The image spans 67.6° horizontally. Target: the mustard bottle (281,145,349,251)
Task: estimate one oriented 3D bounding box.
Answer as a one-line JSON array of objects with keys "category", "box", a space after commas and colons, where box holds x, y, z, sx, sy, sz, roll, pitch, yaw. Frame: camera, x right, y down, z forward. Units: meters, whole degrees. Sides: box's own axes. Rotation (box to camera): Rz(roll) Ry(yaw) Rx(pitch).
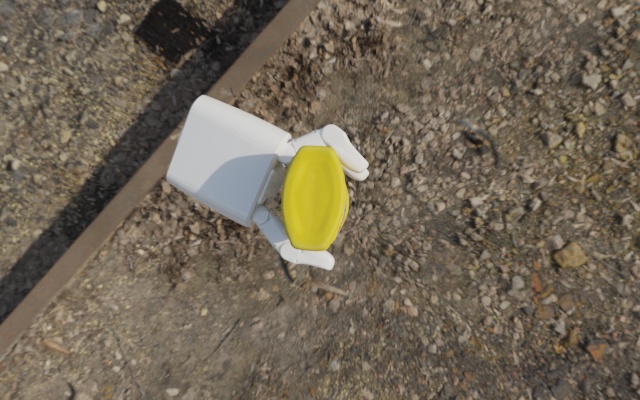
[{"category": "mustard bottle", "box": [0.000, 0.002, 0.516, 0.058, 0.096, 0.191, 3, -2, 5]}]
